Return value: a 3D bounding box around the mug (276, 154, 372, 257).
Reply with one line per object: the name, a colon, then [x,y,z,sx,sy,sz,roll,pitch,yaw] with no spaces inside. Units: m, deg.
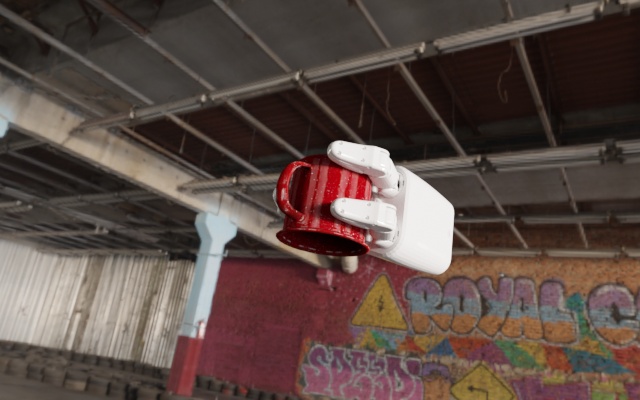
mug: [-0.001,0.001,0.473,0.093,0.081,0.117,-8,-25,42]
